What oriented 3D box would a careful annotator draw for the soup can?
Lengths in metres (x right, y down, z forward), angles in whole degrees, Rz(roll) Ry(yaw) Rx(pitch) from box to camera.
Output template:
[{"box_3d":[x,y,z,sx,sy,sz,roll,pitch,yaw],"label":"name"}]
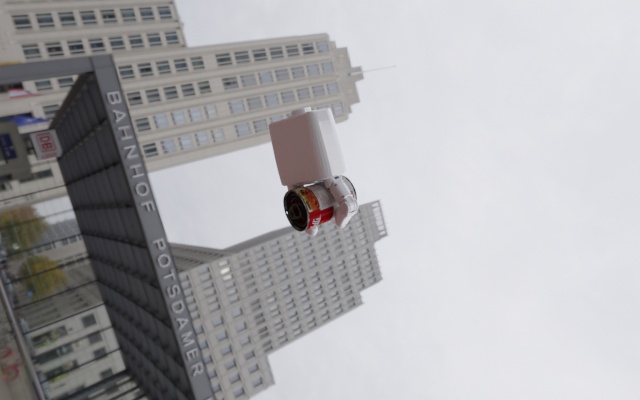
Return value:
[{"box_3d":[0.001,0.003,0.774,0.102,0.068,0.068,-20,11,-33],"label":"soup can"}]
